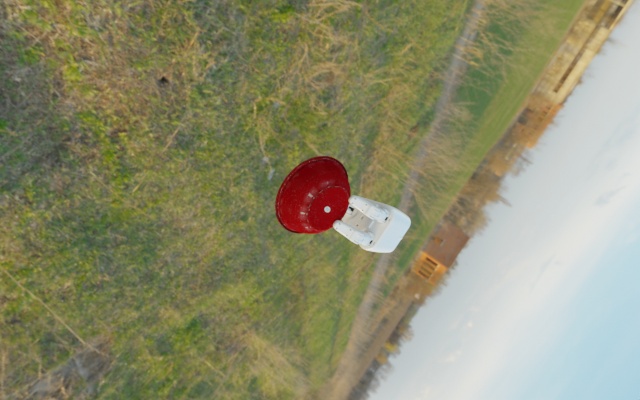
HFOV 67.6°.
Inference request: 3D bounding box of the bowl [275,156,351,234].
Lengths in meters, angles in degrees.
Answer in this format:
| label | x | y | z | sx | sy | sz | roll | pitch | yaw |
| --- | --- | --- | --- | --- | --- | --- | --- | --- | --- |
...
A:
| label | x | y | z | sx | sy | sz | roll | pitch | yaw |
| --- | --- | --- | --- | --- | --- | --- | --- | --- | --- |
| bowl | -0.001 | 0.003 | 0.869 | 0.162 | 0.162 | 0.055 | 0 | 27 | -38 |
